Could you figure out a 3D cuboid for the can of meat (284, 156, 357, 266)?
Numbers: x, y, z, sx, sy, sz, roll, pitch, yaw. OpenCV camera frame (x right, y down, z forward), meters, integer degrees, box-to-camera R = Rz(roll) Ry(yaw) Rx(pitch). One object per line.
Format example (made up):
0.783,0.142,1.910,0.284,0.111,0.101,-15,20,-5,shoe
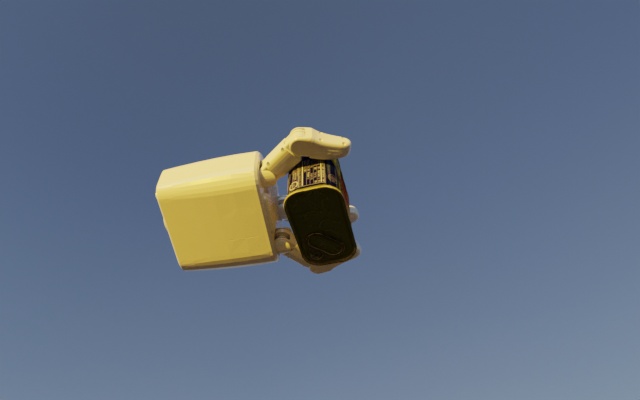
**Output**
0.000,0.001,0.494,0.057,0.102,0.083,-12,39,7,can of meat
